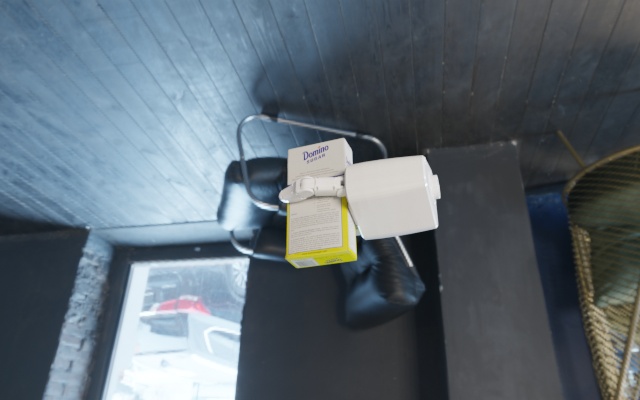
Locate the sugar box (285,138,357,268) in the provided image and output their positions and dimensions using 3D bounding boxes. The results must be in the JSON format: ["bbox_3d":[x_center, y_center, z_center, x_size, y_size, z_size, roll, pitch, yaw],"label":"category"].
[{"bbox_3d":[0.000,0.003,0.682,0.093,0.176,0.048,-9,-30,19],"label":"sugar box"}]
